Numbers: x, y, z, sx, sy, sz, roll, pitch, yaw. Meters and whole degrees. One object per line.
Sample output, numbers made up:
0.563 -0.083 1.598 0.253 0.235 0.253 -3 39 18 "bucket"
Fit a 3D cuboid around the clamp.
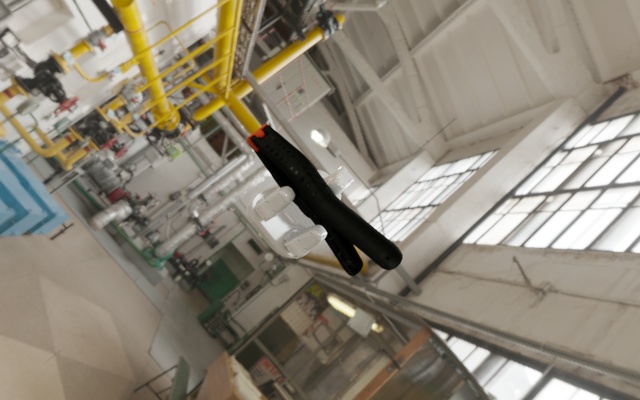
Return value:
0.000 0.001 0.517 0.036 0.210 0.164 -40 5 -16 "clamp"
